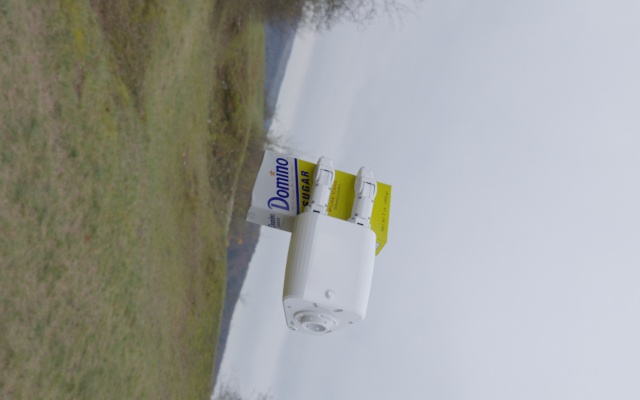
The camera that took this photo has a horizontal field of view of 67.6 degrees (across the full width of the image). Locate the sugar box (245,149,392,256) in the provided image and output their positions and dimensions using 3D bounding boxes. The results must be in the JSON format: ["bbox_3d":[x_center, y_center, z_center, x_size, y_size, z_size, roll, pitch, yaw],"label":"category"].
[{"bbox_3d":[0.000,0.002,0.613,0.176,0.093,0.048,16,-36,-9],"label":"sugar box"}]
